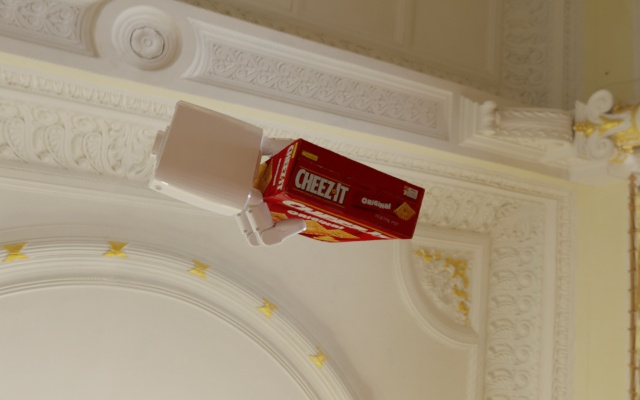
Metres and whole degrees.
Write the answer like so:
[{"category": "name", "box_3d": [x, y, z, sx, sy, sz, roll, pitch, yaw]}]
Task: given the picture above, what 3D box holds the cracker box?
[{"category": "cracker box", "box_3d": [0.000, 0.002, 0.610, 0.164, 0.072, 0.214, 20, -13, -20]}]
